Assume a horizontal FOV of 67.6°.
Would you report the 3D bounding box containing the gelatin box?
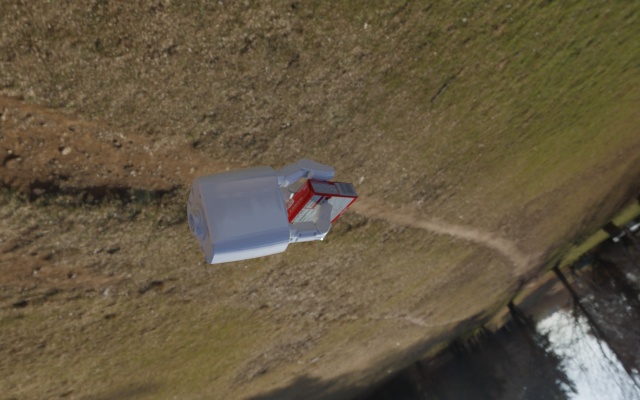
[{"bbox_3d":[0.001,0.003,0.718,0.089,0.030,0.073,4,-38,-38],"label":"gelatin box"}]
